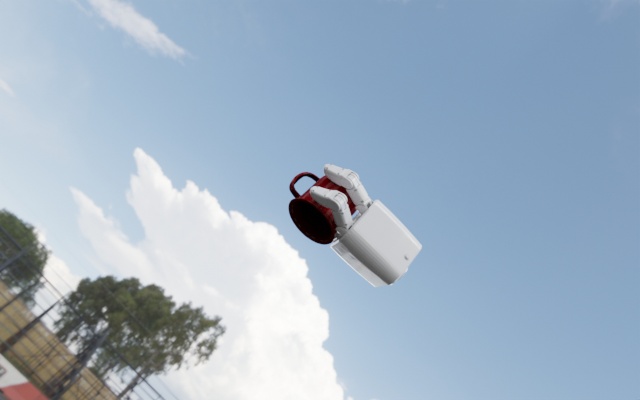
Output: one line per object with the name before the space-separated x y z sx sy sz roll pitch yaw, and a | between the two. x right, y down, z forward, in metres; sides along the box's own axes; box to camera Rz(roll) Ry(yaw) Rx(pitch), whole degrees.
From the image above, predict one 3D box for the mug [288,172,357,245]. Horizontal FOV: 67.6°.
mug | -0.001 0.001 0.778 0.081 0.117 0.093 -44 -1 -33
